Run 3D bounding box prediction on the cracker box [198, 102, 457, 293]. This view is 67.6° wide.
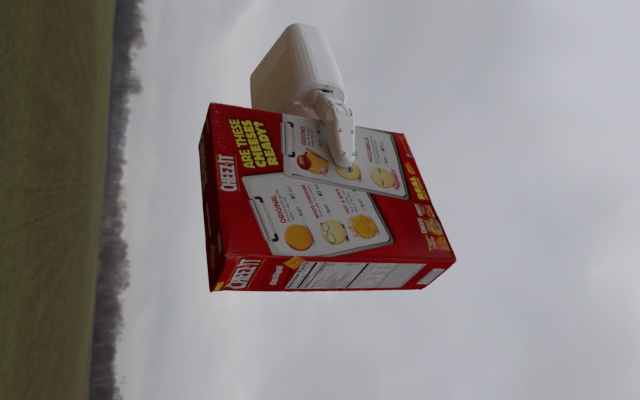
[{"bbox_3d":[0.000,0.001,0.452,0.214,0.164,0.072,4,-39,-24],"label":"cracker box"}]
